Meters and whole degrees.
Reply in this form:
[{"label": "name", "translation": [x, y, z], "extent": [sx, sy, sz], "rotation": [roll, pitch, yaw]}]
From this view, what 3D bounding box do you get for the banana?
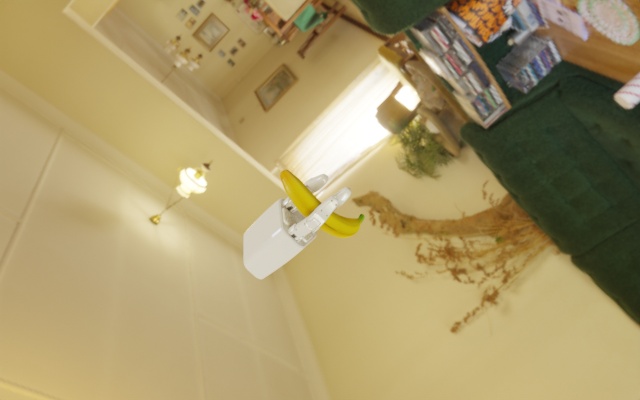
[{"label": "banana", "translation": [0.004, 0.018, 0.826], "extent": [0.198, 0.069, 0.037], "rotation": [32, -54, -33]}]
